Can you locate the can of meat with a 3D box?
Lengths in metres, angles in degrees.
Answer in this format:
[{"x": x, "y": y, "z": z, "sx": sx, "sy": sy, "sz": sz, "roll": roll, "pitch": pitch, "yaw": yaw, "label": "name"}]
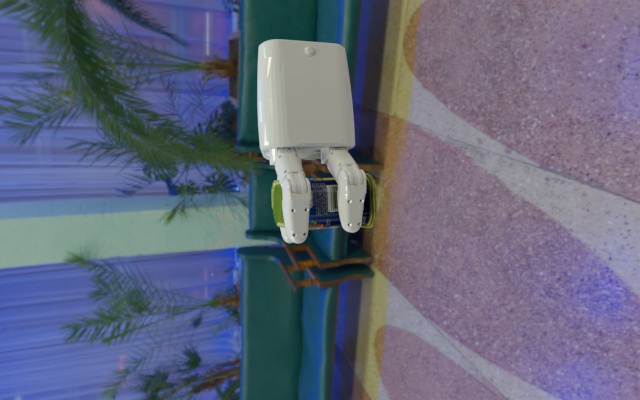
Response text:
[{"x": 0.000, "y": 0.002, "z": 0.512, "sx": 0.084, "sy": 0.057, "sz": 0.102, "roll": -3, "pitch": 2, "yaw": -21, "label": "can of meat"}]
